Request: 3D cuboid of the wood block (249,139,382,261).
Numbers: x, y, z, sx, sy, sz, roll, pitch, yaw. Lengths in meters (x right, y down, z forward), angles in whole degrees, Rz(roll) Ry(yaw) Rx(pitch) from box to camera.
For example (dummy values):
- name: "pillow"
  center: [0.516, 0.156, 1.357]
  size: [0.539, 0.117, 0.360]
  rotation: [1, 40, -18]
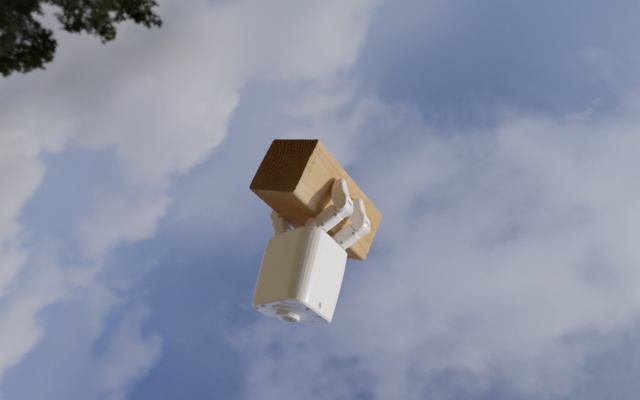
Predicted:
- name: "wood block"
  center: [0.000, 0.003, 0.733]
  size: [0.091, 0.090, 0.206]
  rotation: [5, -28, 39]
